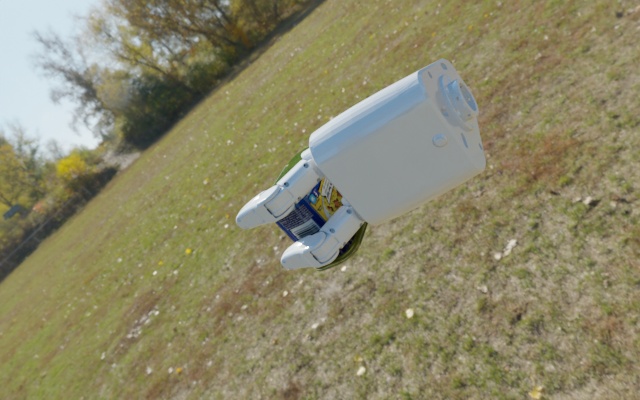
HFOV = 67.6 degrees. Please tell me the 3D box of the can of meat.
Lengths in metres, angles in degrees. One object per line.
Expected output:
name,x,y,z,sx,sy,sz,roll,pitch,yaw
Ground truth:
can of meat,0.000,0.001,0.459,0.057,0.084,0.102,-26,25,37
